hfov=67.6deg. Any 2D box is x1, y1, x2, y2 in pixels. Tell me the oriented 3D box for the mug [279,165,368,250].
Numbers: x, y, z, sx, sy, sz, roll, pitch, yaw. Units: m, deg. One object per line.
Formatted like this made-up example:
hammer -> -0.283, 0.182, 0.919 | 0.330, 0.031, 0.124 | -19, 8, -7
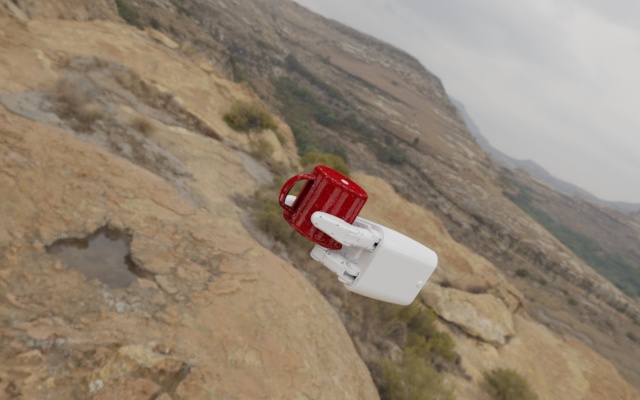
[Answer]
mug -> -0.001, 0.001, 0.626 | 0.117, 0.081, 0.093 | 24, 14, -30
